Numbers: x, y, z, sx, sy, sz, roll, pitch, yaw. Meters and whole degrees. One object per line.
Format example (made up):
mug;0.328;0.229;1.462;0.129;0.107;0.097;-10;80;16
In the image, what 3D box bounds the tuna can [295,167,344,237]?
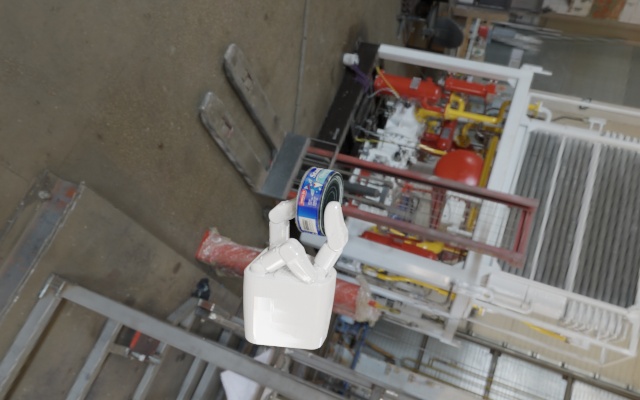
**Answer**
tuna can;0.001;0.002;0.606;0.034;0.086;0.086;11;4;20
